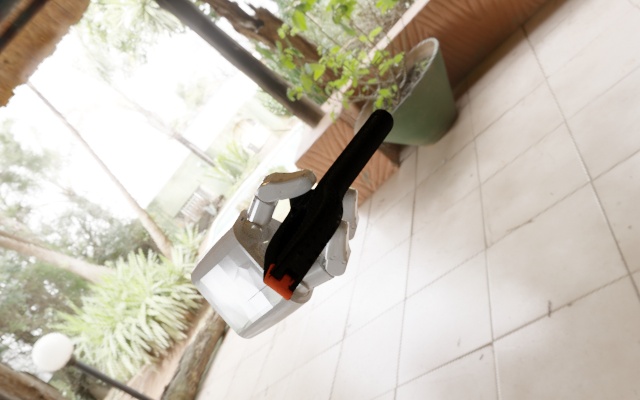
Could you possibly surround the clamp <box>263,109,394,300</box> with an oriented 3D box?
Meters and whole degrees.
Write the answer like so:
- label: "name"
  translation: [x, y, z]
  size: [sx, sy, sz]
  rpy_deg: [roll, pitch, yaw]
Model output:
- label: "clamp"
  translation: [-0.001, 0.001, 0.458]
  size: [0.165, 0.036, 0.209]
  rpy_deg: [-41, 17, 34]
